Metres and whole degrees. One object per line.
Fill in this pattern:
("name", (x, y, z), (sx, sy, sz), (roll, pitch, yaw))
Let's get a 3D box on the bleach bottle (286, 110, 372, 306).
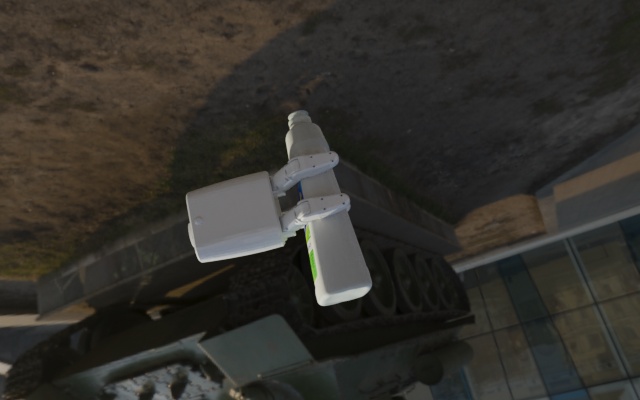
("bleach bottle", (0.000, 0.002, 0.619), (0.068, 0.250, 0.103), (-13, -19, -7))
